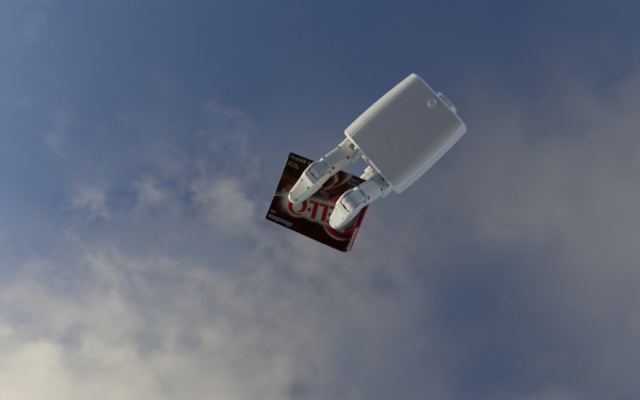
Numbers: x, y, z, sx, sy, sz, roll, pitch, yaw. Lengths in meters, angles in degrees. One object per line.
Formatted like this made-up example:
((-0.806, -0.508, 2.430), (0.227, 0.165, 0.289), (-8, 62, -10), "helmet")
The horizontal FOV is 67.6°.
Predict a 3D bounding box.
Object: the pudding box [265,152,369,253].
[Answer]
((0.000, 0.002, 0.589), (0.113, 0.090, 0.039), (22, 3, 18), "pudding box")
